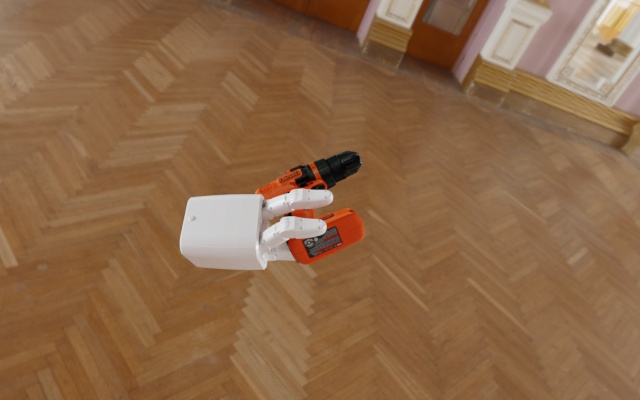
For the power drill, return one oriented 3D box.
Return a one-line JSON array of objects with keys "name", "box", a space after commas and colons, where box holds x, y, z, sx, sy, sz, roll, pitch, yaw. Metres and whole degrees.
[{"name": "power drill", "box": [0.000, 0.003, 0.720, 0.184, 0.057, 0.187, -26, 33, -2]}]
